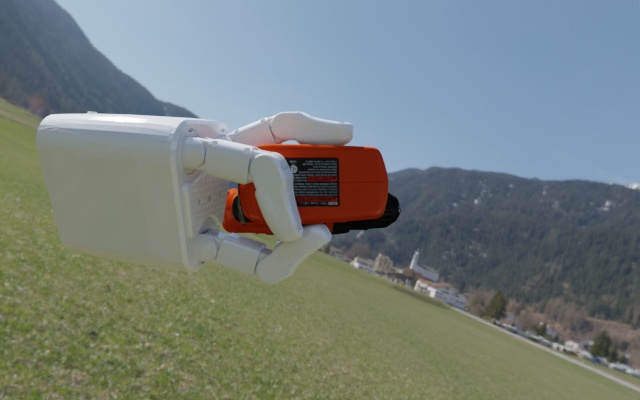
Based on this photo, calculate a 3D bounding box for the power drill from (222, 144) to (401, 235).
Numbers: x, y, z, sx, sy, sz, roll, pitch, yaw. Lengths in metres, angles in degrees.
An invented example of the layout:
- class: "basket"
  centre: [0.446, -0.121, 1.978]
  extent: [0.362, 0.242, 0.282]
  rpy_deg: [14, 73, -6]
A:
- class: "power drill"
  centre: [0.000, 0.001, 0.421]
  extent: [0.184, 0.057, 0.188]
  rpy_deg: [-2, -9, -8]
